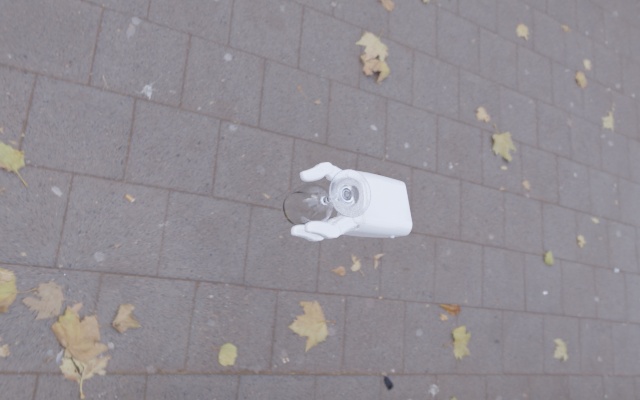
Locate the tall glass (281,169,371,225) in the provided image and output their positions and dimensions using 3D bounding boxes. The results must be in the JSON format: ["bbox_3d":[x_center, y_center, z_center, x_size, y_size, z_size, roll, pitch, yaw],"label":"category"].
[{"bbox_3d":[0.000,0.002,0.811,0.079,0.079,0.201,0,-8,-28],"label":"tall glass"}]
